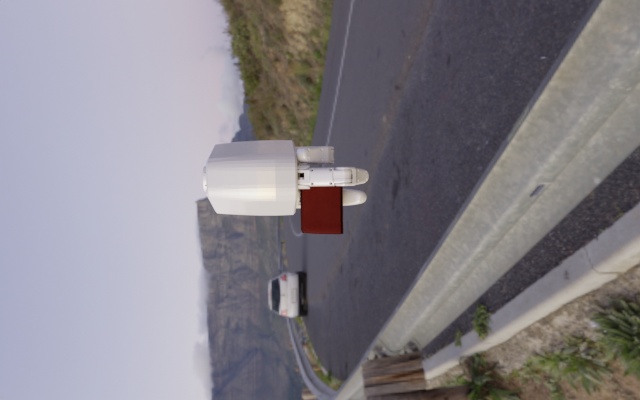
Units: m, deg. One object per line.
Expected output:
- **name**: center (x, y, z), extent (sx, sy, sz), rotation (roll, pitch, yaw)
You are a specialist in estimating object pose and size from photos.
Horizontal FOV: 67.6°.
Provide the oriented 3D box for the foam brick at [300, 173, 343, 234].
- **foam brick**: center (0.000, 0.002, 0.608), extent (0.051, 0.078, 0.053), rotation (-1, 3, -6)
